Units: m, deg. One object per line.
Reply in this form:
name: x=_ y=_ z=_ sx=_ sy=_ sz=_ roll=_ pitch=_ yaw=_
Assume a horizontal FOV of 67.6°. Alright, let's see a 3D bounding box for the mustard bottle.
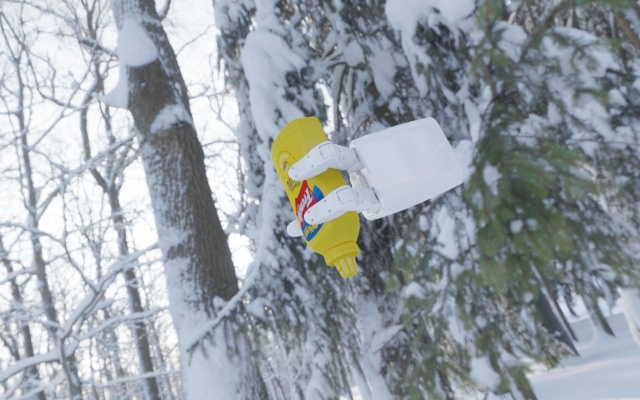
mustard bottle: x=0.000 y=0.002 z=0.574 sx=0.058 sy=0.191 sz=0.096 roll=-10 pitch=-23 yaw=-31
